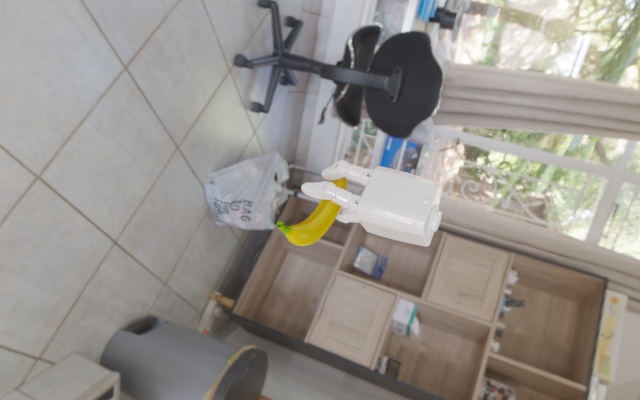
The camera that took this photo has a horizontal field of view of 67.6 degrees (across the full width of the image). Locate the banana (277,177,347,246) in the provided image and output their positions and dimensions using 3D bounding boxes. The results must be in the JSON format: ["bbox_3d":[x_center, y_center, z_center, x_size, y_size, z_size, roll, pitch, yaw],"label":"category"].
[{"bbox_3d":[-0.001,0.020,0.786,0.037,0.070,0.197,14,35,27],"label":"banana"}]
